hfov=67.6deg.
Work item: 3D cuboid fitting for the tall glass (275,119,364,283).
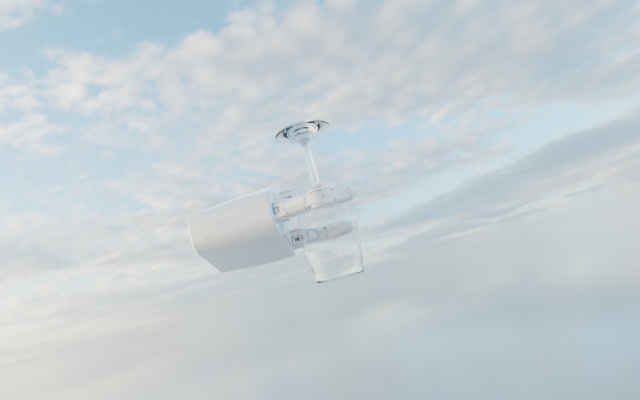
[{"bbox_3d":[0.000,0.001,0.617,0.079,0.201,0.079,-14,-11,-3],"label":"tall glass"}]
